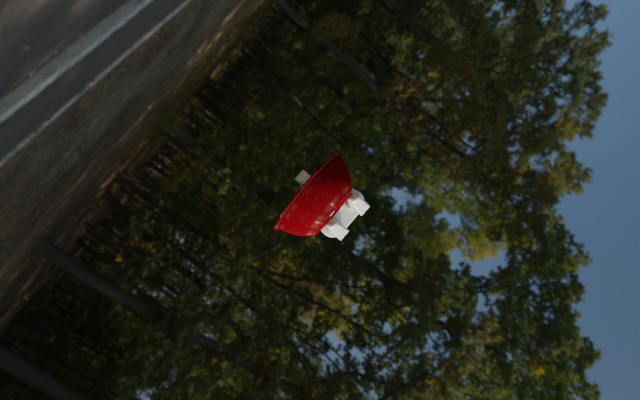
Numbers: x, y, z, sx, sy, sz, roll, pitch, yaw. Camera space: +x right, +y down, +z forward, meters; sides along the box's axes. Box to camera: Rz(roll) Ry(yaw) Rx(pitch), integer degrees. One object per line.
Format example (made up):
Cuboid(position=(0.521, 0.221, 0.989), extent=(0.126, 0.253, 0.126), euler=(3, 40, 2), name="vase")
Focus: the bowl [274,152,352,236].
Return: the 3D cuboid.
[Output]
Cuboid(position=(0.000, 0.003, 0.752), extent=(0.055, 0.162, 0.162), euler=(41, 5, 7), name="bowl")
